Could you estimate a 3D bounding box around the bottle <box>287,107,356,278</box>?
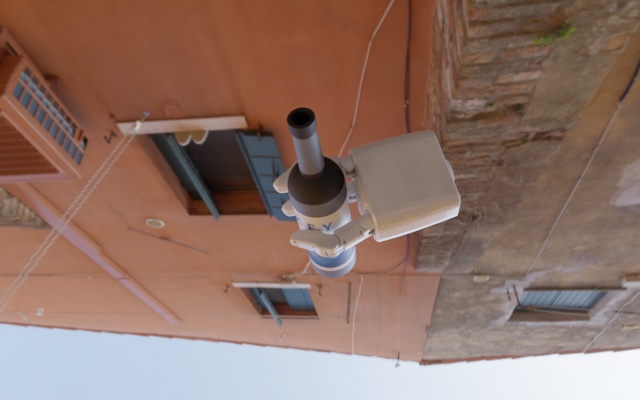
[{"bbox_3d":[0.000,0.002,0.573,0.069,0.069,0.296,0,-33,9],"label":"bottle"}]
